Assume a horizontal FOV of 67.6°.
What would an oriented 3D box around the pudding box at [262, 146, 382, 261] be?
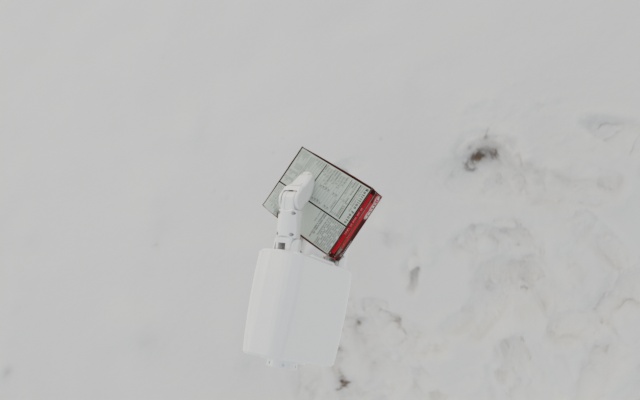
[{"bbox_3d":[0.000,0.002,0.550,0.113,0.090,0.039,34,-1,28],"label":"pudding box"}]
